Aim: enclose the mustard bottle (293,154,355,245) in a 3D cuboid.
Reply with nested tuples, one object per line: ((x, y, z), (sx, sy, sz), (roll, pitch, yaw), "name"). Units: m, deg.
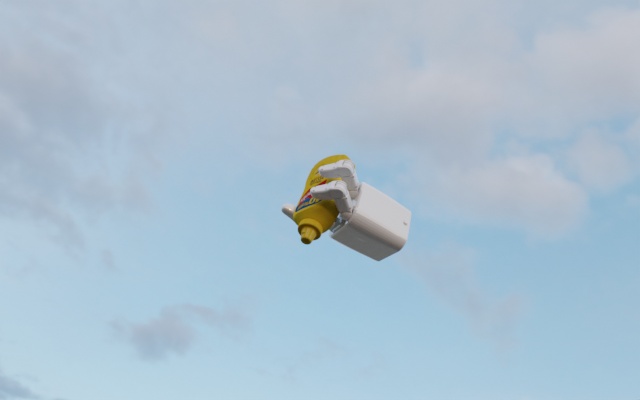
((0.000, 0.002, 0.836), (0.096, 0.058, 0.191), (-23, 32, 34), "mustard bottle")
